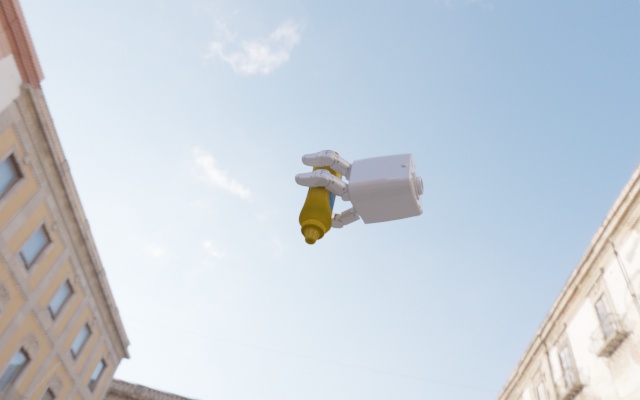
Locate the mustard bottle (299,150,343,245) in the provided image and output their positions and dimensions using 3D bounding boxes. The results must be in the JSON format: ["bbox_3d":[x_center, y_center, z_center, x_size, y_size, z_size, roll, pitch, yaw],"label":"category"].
[{"bbox_3d":[0.000,0.003,0.845,0.058,0.096,0.191,9,44,4],"label":"mustard bottle"}]
